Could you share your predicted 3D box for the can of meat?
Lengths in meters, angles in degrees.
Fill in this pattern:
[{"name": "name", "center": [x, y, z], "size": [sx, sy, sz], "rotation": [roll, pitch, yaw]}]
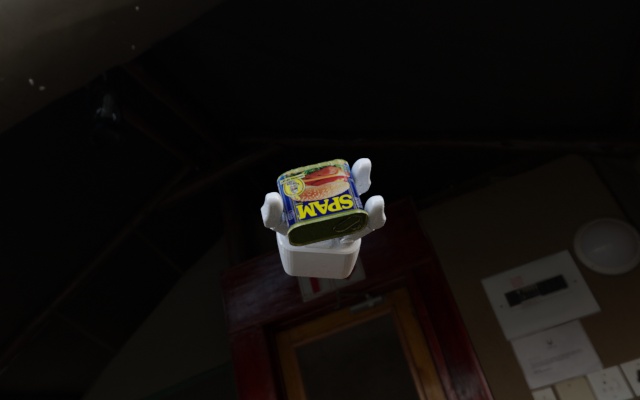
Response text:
[{"name": "can of meat", "center": [0.000, 0.002, 0.609], "size": [0.102, 0.084, 0.057], "rotation": [-13, -30, -6]}]
